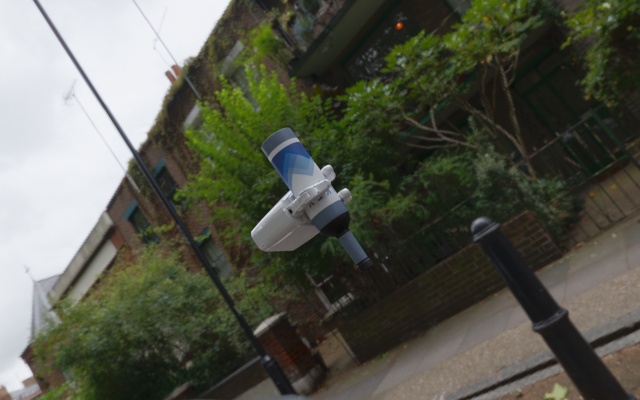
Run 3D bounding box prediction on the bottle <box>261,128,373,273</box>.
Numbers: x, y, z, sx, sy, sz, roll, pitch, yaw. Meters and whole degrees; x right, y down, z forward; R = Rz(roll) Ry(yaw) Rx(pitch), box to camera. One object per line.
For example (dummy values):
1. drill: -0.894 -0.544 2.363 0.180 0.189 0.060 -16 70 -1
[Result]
1. bottle: 0.000 0.003 0.873 0.069 0.295 0.069 -34 -9 -6
